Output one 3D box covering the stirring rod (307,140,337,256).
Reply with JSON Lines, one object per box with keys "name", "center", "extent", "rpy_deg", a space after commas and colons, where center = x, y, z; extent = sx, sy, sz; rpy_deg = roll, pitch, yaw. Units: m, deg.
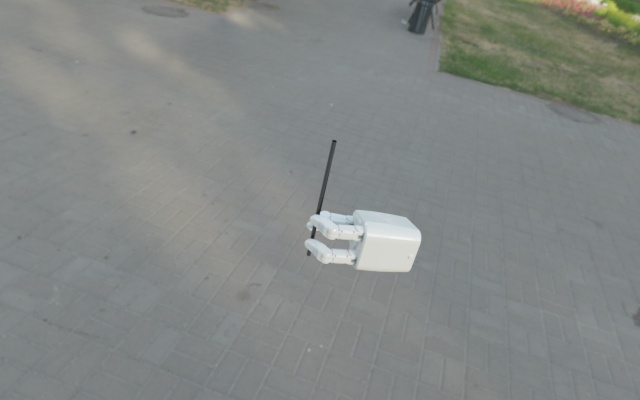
{"name": "stirring rod", "center": [0.000, 0.003, 0.846], "extent": [0.011, 0.240, 0.011], "rpy_deg": [9, 31, -6]}
